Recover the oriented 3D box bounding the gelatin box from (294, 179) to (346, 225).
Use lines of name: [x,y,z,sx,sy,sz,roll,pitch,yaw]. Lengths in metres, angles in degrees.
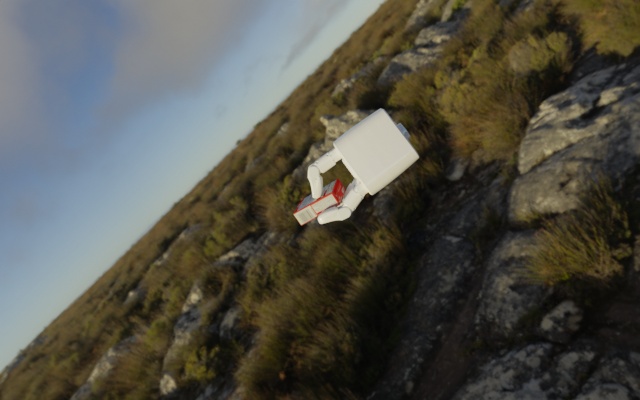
gelatin box: [0.000,0.003,0.881,0.089,0.030,0.073,-29,14,20]
